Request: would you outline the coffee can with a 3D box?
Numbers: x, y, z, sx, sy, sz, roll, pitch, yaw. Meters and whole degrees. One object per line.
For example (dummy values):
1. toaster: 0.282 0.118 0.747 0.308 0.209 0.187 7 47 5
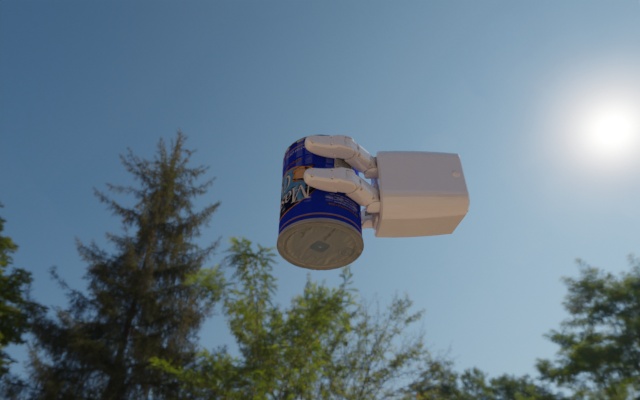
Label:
1. coffee can: 0.000 0.002 0.604 0.103 0.140 0.103 0 -39 0
